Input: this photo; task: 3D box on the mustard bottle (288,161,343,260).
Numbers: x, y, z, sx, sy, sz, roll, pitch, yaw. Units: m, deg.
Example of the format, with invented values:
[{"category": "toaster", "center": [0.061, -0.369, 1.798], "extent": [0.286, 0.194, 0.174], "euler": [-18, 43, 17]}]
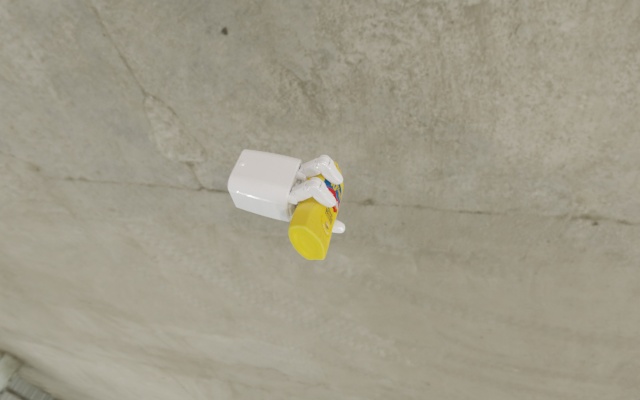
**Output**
[{"category": "mustard bottle", "center": [0.000, 0.003, 0.841], "extent": [0.058, 0.191, 0.096], "euler": [-3, -43, 25]}]
